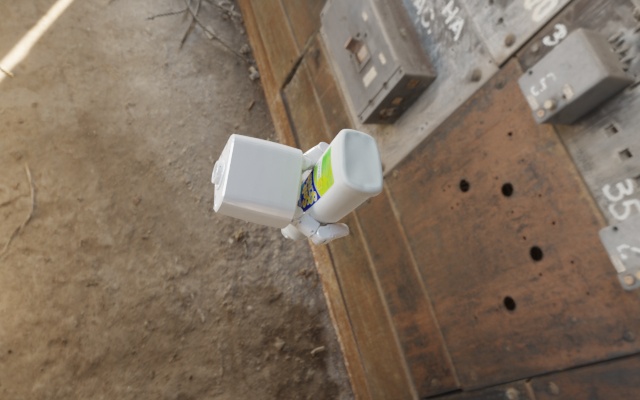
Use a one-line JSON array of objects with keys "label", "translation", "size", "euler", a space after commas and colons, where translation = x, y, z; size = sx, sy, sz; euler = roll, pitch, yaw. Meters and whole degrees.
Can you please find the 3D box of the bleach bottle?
[{"label": "bleach bottle", "translation": [0.000, 0.002, 0.725], "size": [0.068, 0.102, 0.251], "euler": [13, -33, -23]}]
